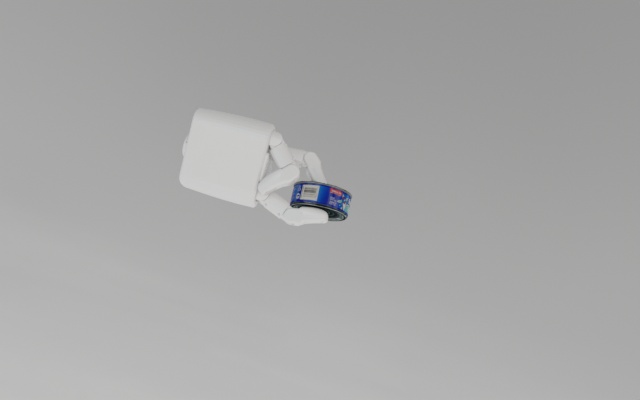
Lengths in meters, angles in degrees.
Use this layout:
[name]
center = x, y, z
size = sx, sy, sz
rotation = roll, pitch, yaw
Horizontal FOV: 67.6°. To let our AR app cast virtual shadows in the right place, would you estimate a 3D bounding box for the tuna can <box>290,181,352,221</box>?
[tuna can]
center = 0.000, 0.003, 0.682
size = 0.086, 0.033, 0.086
rotation = 11, -15, 3
